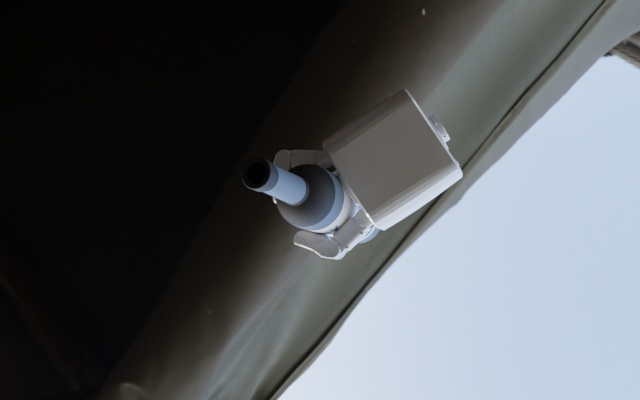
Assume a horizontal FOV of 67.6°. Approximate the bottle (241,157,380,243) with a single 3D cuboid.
[{"bbox_3d":[0.000,0.002,0.523,0.069,0.069,0.296,0,-9,21],"label":"bottle"}]
